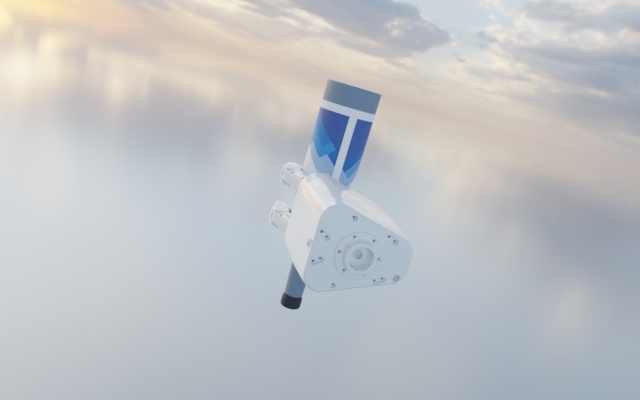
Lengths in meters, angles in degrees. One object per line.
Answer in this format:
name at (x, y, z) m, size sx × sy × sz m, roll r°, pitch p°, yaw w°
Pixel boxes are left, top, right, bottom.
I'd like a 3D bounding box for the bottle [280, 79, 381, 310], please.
bottle at (0.000, 0.002, 0.602) m, size 0.069 × 0.296 × 0.069 m, roll 16°, pitch 14°, yaw -4°
